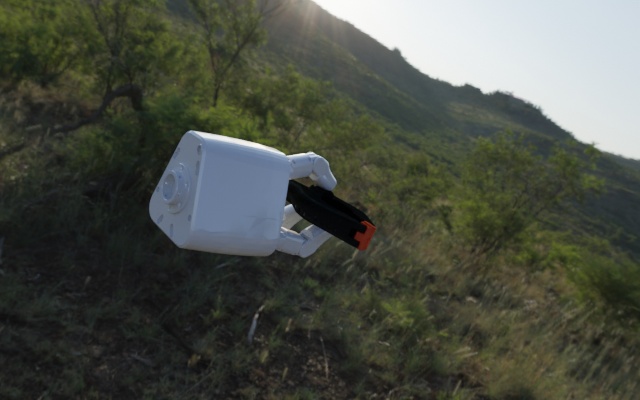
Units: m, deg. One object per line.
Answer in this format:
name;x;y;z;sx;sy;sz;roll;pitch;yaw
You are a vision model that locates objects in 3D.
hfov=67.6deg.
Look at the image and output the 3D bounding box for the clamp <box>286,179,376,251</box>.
clamp;0.001;0.001;0.586;0.164;0.036;0.210;12;15;-46
